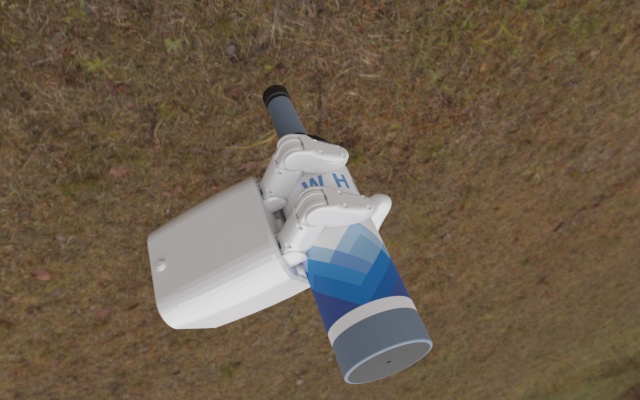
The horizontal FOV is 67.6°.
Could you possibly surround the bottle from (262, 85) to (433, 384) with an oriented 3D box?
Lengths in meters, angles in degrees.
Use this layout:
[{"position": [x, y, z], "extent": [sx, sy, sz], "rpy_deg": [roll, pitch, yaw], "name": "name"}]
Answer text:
[{"position": [0.000, 0.002, 0.413], "extent": [0.069, 0.295, 0.069], "rpy_deg": [-15, -35, -11], "name": "bottle"}]
